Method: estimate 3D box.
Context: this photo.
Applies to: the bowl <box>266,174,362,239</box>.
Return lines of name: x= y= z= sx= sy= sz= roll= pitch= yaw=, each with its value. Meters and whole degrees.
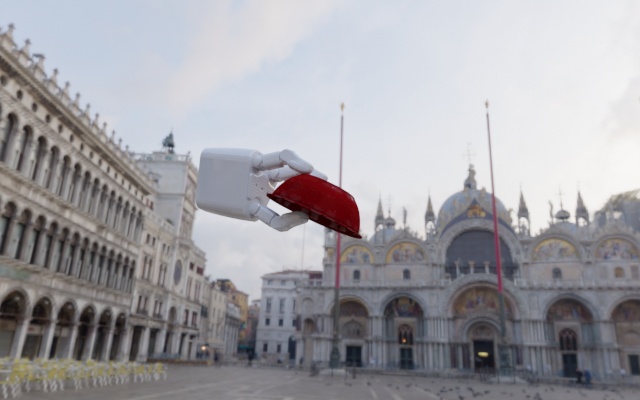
bowl: x=0.001 y=0.003 z=0.737 sx=0.162 sy=0.055 sz=0.162 roll=25 pitch=-7 yaw=3
